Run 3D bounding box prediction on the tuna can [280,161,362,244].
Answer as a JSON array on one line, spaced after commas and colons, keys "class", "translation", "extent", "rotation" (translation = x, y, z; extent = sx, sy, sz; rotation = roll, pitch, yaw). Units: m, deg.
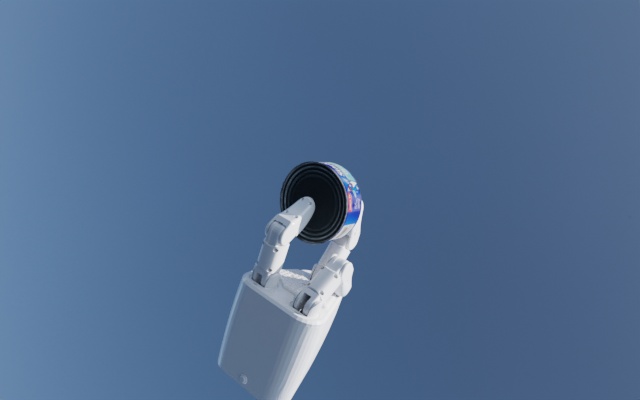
[{"class": "tuna can", "translation": [0.000, 0.002, 0.505], "extent": [0.086, 0.086, 0.034], "rotation": [0, 4, 35]}]
